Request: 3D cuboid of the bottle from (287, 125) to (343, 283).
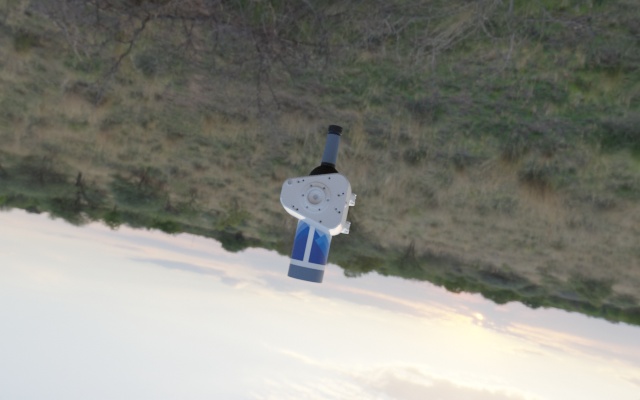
[{"bbox_3d":[0.000,0.003,0.897,0.069,0.295,0.069,11,-6,1],"label":"bottle"}]
